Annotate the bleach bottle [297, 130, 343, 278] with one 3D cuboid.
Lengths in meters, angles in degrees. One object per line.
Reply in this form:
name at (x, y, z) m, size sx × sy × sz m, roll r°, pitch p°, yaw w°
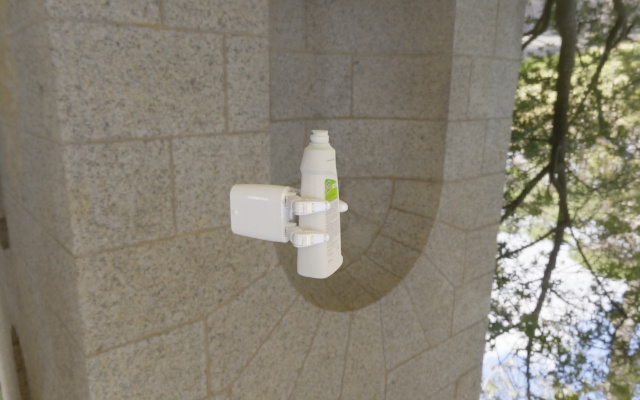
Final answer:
bleach bottle at (0.000, 0.003, 0.840) m, size 0.068 × 0.251 × 0.102 m, roll 6°, pitch 15°, yaw 20°
